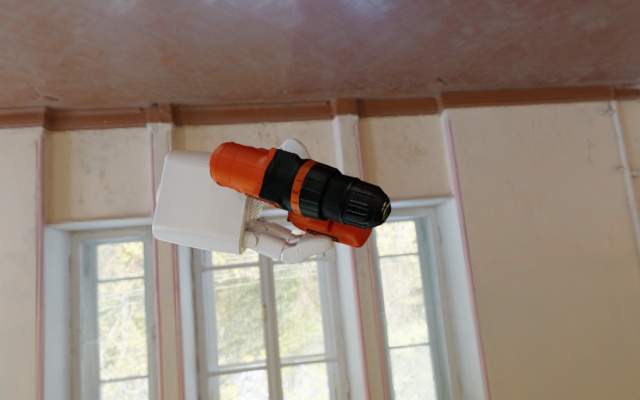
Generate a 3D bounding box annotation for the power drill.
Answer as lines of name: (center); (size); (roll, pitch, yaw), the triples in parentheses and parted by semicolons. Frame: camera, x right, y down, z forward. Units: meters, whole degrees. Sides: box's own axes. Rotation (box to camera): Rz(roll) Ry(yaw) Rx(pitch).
power drill: (0.000, 0.002, 0.502); (0.184, 0.057, 0.188); (19, -9, 23)
